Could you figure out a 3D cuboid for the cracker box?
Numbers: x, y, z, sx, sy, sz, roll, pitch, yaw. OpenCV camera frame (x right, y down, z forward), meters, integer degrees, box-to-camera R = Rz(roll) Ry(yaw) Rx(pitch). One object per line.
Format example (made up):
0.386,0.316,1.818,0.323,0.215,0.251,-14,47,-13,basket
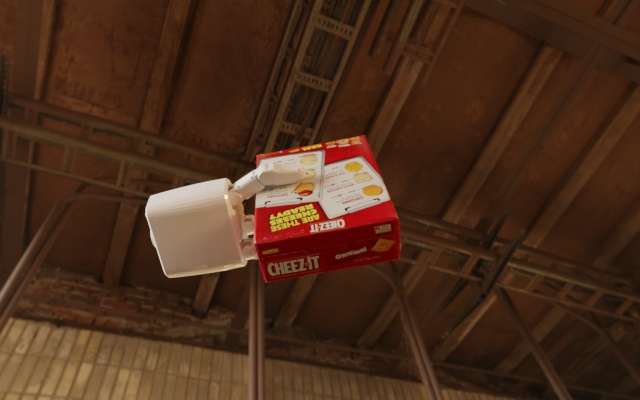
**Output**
0.000,0.002,0.626,0.164,0.072,0.213,-10,34,0,cracker box
